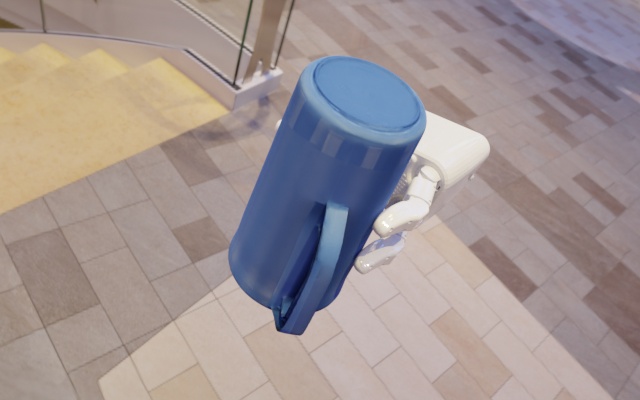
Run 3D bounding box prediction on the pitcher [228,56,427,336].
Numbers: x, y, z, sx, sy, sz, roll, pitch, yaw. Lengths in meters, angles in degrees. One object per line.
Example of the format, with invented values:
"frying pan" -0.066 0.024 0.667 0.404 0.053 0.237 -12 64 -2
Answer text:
"pitcher" 0.000 0.001 0.446 0.145 0.149 0.243 -26 -27 -39
